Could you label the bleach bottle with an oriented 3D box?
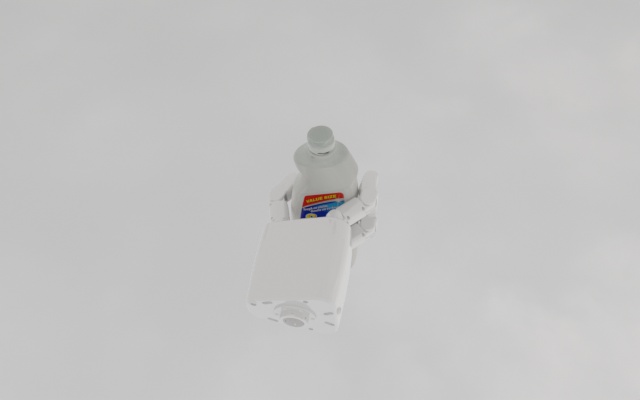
[{"bbox_3d":[0.000,0.002,0.631,0.102,0.068,0.251,6,-37,10],"label":"bleach bottle"}]
